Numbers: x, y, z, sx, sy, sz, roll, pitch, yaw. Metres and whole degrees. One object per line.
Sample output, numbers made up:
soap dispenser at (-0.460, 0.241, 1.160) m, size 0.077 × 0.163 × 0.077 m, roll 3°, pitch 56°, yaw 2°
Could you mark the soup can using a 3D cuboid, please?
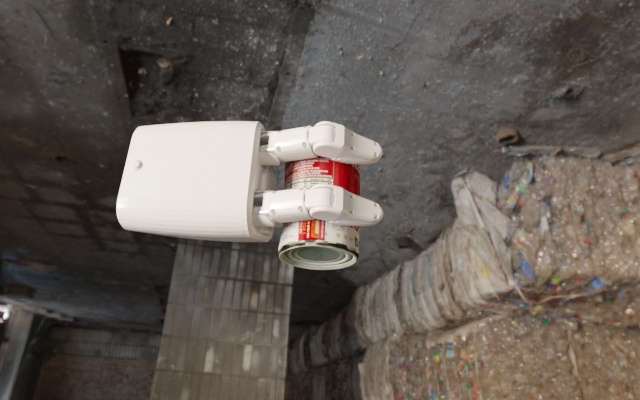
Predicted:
soup can at (0.001, 0.002, 0.409) m, size 0.068 × 0.102 × 0.068 m, roll 2°, pitch -24°, yaw 1°
